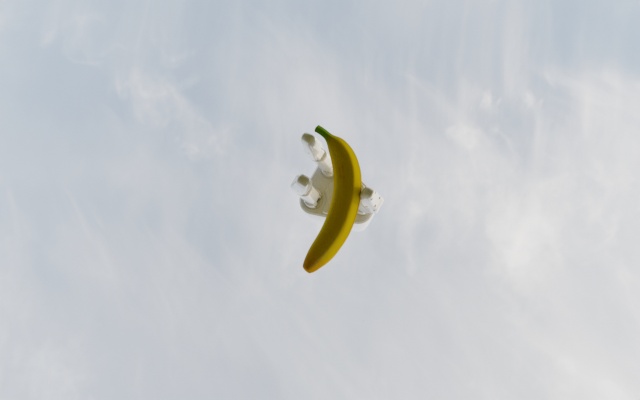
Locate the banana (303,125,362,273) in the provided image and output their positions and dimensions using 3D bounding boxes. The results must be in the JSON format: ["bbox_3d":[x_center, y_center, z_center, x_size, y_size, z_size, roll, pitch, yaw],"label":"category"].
[{"bbox_3d":[0.019,0.000,0.636,0.069,0.197,0.037,4,-11,3],"label":"banana"}]
